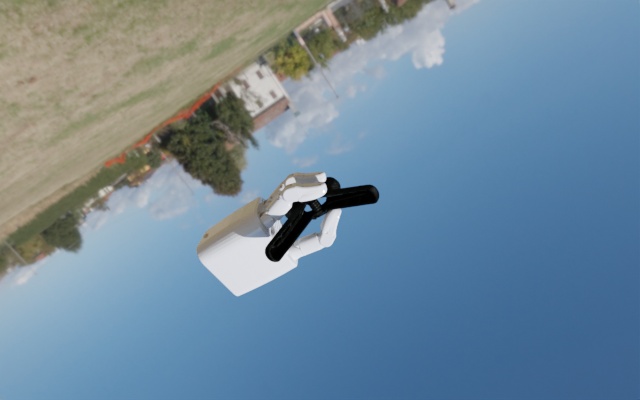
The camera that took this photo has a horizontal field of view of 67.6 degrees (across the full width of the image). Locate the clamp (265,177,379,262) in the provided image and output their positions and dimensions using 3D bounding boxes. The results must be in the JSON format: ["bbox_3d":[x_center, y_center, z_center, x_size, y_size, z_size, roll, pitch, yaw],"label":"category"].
[{"bbox_3d":[0.000,0.003,0.687,0.164,0.036,0.210,-28,17,8],"label":"clamp"}]
